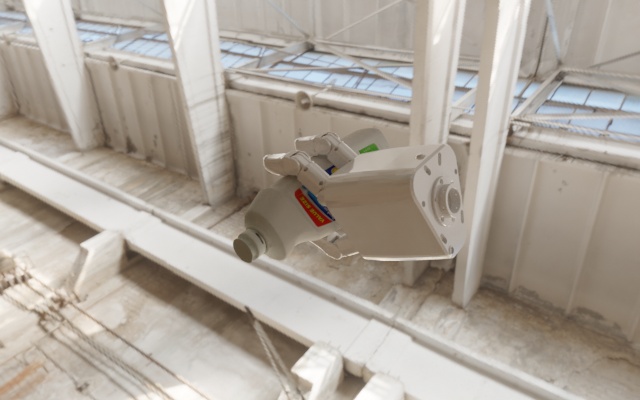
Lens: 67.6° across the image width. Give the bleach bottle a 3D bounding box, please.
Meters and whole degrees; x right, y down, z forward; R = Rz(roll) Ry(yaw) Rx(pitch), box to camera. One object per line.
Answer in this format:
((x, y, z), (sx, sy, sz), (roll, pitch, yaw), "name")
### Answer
((0.000, 0.002, 0.564), (0.068, 0.102, 0.250), (-6, 23, 44), "bleach bottle")
